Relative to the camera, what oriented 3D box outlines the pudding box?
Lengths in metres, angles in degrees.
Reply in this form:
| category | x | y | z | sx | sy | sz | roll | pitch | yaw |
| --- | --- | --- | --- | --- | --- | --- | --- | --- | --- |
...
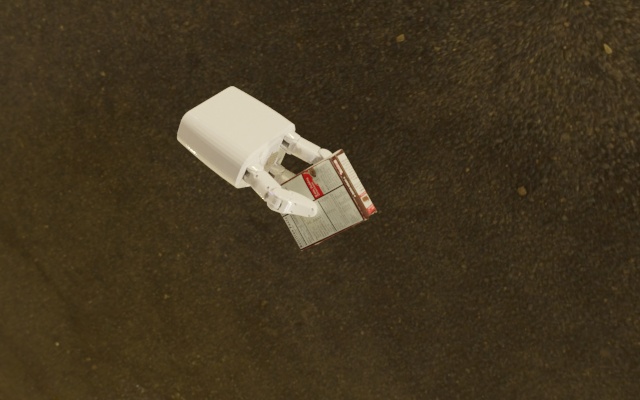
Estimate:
| category | x | y | z | sx | sy | sz | roll | pitch | yaw |
| --- | --- | --- | --- | --- | --- | --- | --- | --- | --- |
| pudding box | 0.000 | 0.002 | 0.601 | 0.113 | 0.090 | 0.039 | -27 | 5 | 35 |
